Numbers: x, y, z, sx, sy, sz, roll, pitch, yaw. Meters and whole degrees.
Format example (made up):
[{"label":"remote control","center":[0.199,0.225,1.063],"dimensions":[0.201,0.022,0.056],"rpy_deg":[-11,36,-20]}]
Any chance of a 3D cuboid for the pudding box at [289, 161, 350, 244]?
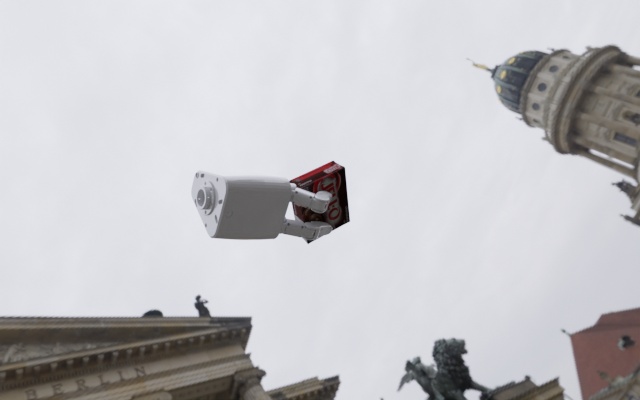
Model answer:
[{"label":"pudding box","center":[0.000,0.002,0.778],"dimensions":[0.090,0.114,0.039],"rpy_deg":[-26,41,-24]}]
